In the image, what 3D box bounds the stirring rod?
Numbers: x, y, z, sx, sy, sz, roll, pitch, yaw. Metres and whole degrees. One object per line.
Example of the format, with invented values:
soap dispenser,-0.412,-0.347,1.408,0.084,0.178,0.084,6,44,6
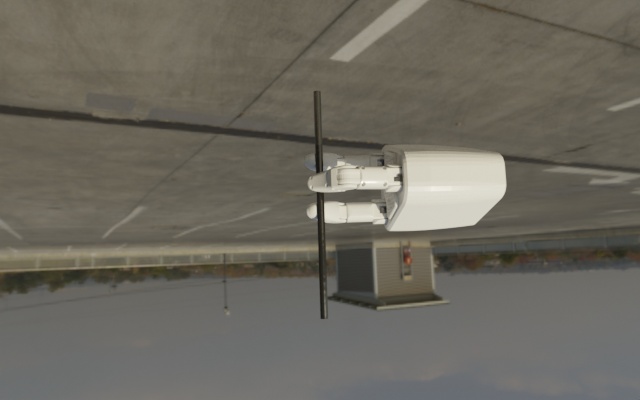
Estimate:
stirring rod,0.000,0.002,0.503,0.011,0.239,0.011,-2,-7,0
